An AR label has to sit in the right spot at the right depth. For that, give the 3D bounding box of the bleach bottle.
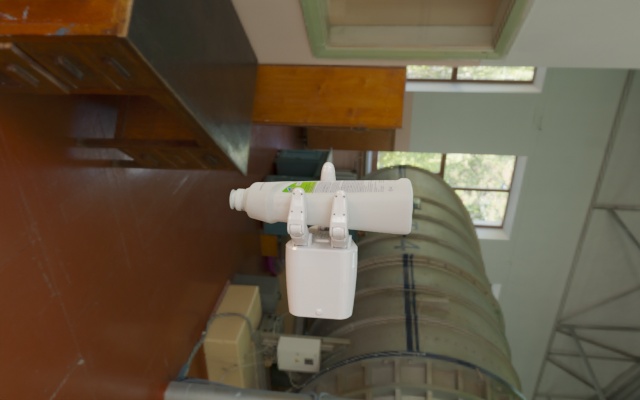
[{"bbox_3d":[0.000,0.002,0.674,0.251,0.068,0.102,3,15,7],"label":"bleach bottle"}]
